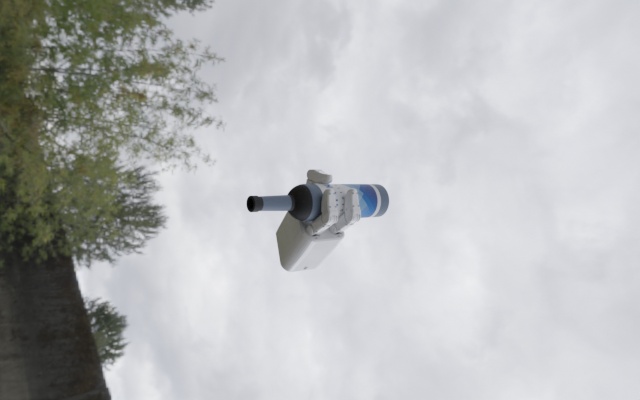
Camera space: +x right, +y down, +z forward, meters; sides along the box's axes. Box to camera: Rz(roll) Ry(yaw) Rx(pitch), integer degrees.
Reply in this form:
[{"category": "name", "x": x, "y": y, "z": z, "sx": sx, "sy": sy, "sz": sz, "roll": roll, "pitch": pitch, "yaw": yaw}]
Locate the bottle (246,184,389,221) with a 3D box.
[{"category": "bottle", "x": 0.000, "y": 0.003, "z": 0.870, "sx": 0.296, "sy": 0.069, "sz": 0.069, "roll": -1, "pitch": 1, "yaw": -39}]
